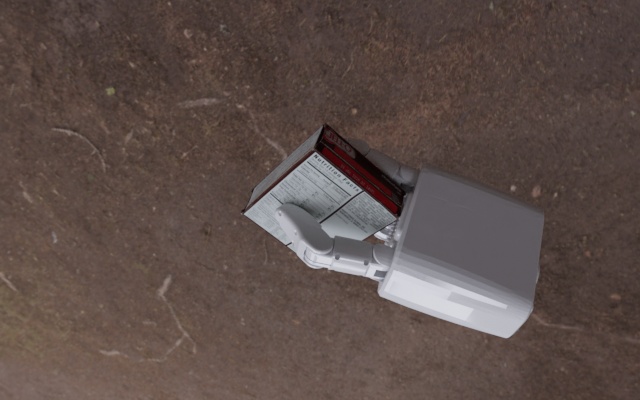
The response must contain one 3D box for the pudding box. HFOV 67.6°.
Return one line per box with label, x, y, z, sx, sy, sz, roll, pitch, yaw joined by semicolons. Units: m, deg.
pudding box;0.000;0.001;0.401;0.090;0.039;0.113;39;-49;-16
